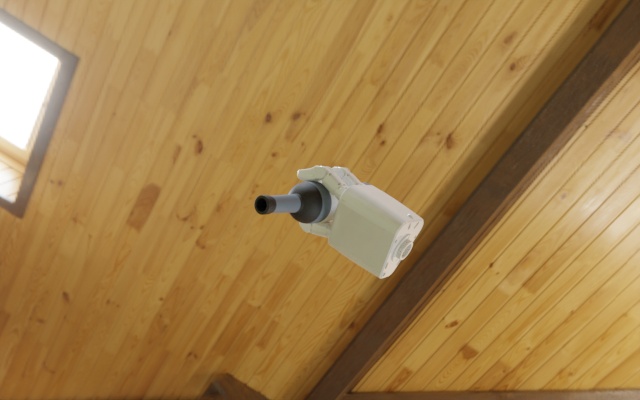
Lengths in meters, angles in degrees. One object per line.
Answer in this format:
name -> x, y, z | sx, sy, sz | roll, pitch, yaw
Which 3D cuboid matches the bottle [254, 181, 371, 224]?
bottle -> 0.000, 0.003, 0.779 | 0.069, 0.069, 0.296 | 0, 1, 34
